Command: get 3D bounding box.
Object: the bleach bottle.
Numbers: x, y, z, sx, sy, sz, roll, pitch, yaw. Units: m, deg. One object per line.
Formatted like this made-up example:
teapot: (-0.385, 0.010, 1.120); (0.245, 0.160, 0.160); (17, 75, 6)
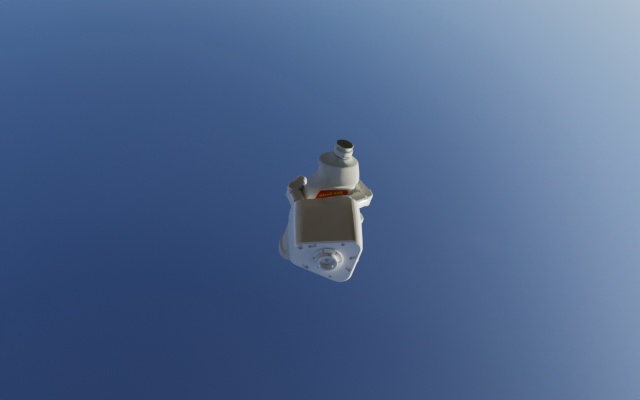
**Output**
bleach bottle: (0.000, 0.003, 0.853); (0.102, 0.251, 0.068); (11, 36, -10)
